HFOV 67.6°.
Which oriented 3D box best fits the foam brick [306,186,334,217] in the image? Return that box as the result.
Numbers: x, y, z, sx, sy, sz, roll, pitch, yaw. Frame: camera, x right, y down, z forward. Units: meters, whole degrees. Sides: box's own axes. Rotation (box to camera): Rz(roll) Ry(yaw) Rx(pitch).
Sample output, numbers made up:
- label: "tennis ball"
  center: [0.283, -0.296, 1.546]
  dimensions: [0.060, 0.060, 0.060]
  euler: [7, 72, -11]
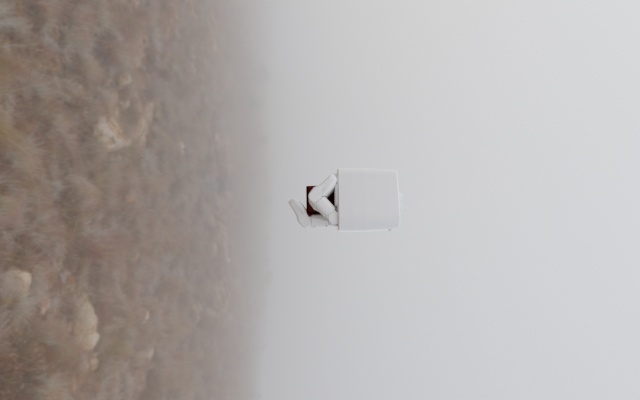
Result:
- label: "foam brick"
  center: [0.000, 0.003, 0.894]
  dimensions: [0.051, 0.053, 0.078]
  euler: [-1, -6, 0]
